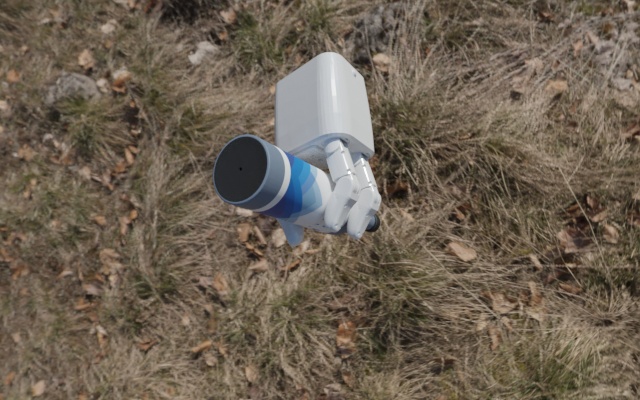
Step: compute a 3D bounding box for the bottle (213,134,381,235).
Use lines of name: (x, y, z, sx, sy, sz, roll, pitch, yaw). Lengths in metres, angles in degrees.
bottle: (0.000, 0.002, 0.558, 0.069, 0.069, 0.296, 0, -12, 31)
